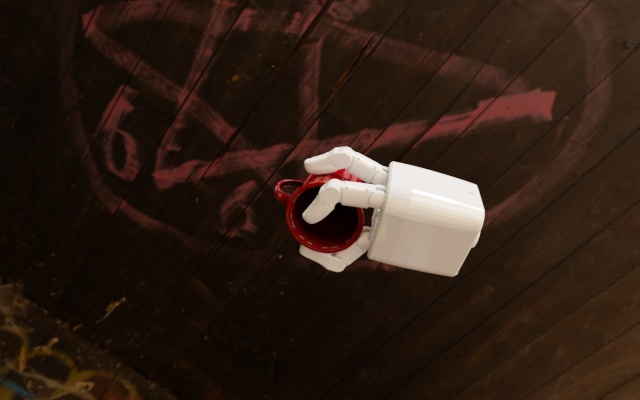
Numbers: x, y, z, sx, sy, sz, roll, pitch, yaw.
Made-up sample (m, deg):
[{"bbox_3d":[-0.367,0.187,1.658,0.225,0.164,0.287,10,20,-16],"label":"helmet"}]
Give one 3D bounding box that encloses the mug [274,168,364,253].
[{"bbox_3d":[-0.001,0.002,0.593,0.117,0.093,0.081,17,26,4],"label":"mug"}]
